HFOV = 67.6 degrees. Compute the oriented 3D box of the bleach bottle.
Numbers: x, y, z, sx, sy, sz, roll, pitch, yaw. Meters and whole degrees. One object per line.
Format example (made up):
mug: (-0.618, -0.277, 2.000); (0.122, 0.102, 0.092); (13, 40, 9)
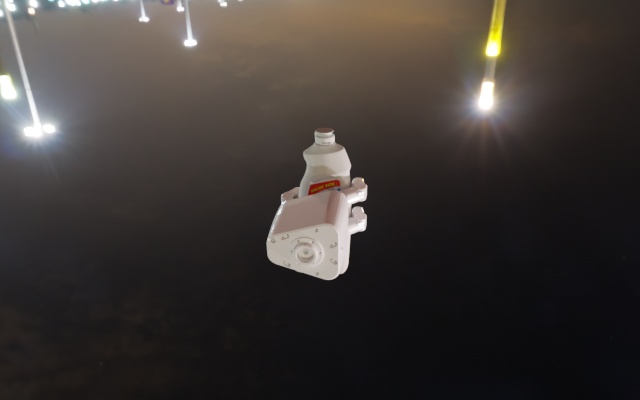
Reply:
bleach bottle: (0.000, 0.003, 0.803); (0.102, 0.251, 0.068); (3, 26, 8)
